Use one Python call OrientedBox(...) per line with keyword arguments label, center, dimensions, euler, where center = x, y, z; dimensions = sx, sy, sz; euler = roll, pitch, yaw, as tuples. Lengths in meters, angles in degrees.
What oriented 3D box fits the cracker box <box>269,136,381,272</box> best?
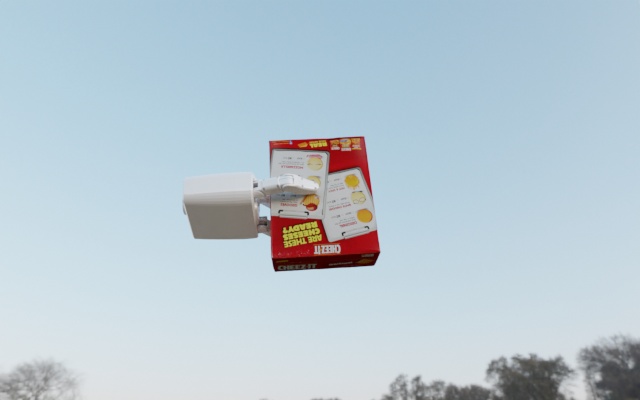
OrientedBox(label="cracker box", center=(0.000, 0.002, 0.775), dimensions=(0.164, 0.213, 0.072), euler=(-3, -28, -3))
